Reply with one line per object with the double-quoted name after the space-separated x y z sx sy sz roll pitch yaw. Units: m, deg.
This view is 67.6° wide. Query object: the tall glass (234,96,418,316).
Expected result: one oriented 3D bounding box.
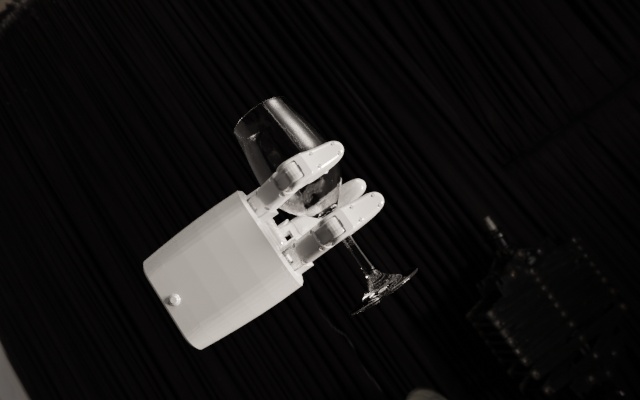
0.001 0.002 0.440 0.079 0.201 0.079 -34 -7 -5 "tall glass"
